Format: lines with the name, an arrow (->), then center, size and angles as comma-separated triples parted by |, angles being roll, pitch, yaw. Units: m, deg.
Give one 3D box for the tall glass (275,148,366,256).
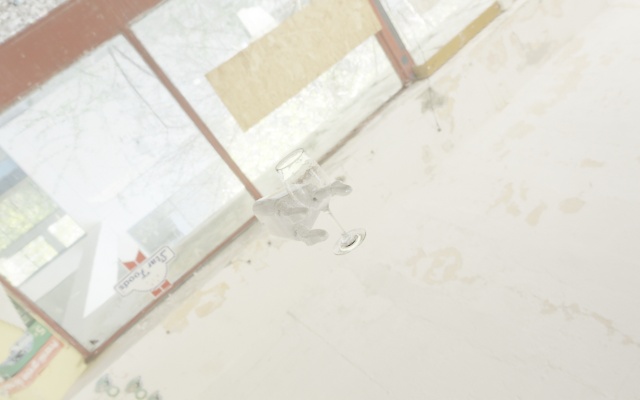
tall glass -> 0.001, 0.003, 0.869 | 0.079, 0.201, 0.079 | -31, 21, 13
